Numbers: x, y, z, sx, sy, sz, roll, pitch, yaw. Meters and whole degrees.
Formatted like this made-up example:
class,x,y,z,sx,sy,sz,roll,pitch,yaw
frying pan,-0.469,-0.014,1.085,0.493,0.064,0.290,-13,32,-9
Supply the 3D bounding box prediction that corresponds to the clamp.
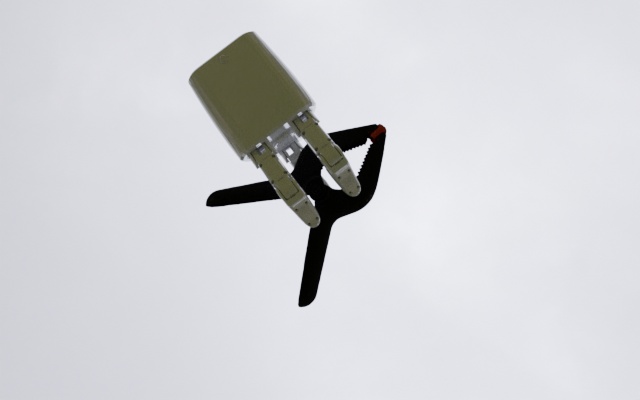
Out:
class,x,y,z,sx,sy,sz,roll,pitch,yaw
clamp,0.000,0.001,0.527,0.210,0.164,0.036,-37,-6,0
